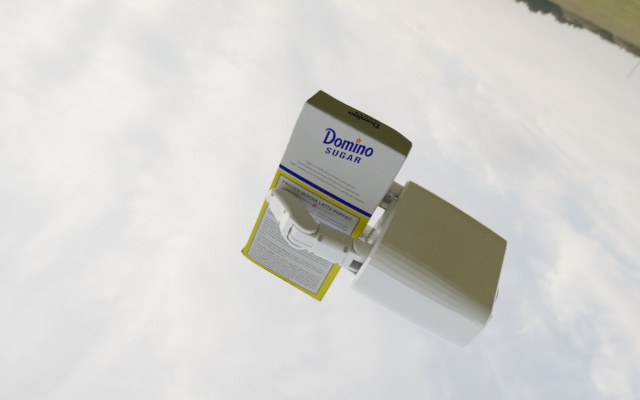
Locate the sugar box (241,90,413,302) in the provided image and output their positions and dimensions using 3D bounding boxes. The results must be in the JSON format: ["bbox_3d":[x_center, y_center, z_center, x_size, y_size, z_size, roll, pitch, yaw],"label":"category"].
[{"bbox_3d":[0.000,0.001,0.429,0.093,0.176,0.048,30,31,3],"label":"sugar box"}]
